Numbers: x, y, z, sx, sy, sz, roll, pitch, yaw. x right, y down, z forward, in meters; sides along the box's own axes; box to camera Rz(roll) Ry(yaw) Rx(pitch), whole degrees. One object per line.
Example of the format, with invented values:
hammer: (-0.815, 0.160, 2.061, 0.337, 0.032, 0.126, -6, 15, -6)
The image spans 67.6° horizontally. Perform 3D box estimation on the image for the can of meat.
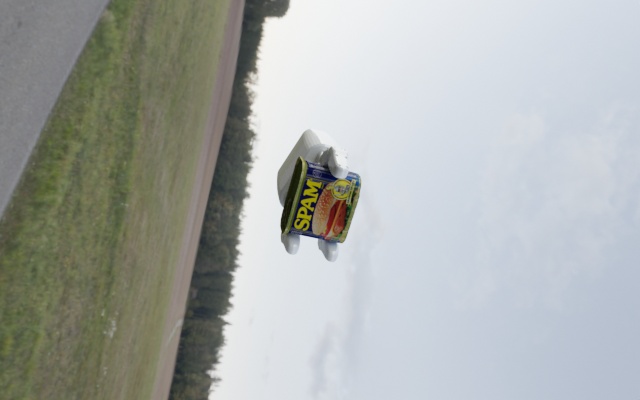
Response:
can of meat: (0.000, 0.002, 0.634, 0.084, 0.102, 0.057, 13, 17, -14)
